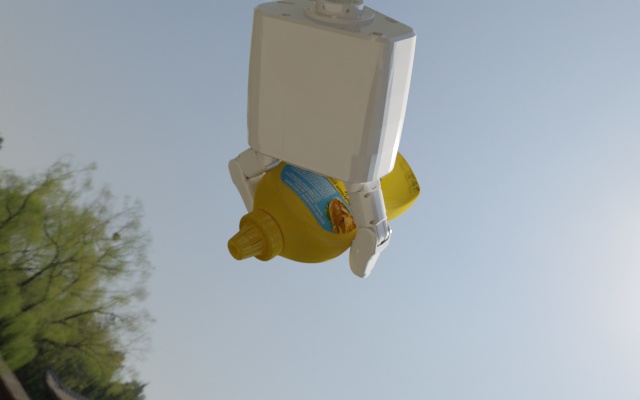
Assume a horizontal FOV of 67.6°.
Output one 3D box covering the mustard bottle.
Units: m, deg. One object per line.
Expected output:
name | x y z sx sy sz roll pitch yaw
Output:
mustard bottle | 0.000 0.002 0.419 0.191 0.096 0.058 -29 -17 -39
